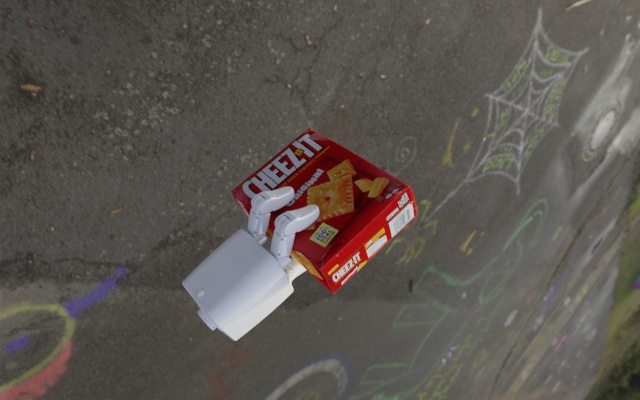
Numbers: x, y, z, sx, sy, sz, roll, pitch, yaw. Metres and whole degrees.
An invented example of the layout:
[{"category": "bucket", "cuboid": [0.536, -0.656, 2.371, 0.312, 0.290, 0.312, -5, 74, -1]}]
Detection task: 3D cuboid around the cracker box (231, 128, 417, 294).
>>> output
[{"category": "cracker box", "cuboid": [0.000, 0.002, 0.672, 0.213, 0.164, 0.072, 36, -20, 39]}]
